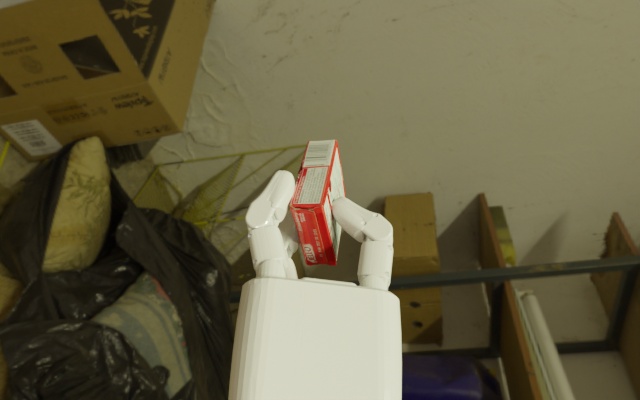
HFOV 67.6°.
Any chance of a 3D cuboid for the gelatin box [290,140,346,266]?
[{"bbox_3d":[0.001,0.001,0.423,0.030,0.073,0.089,0,44,13],"label":"gelatin box"}]
